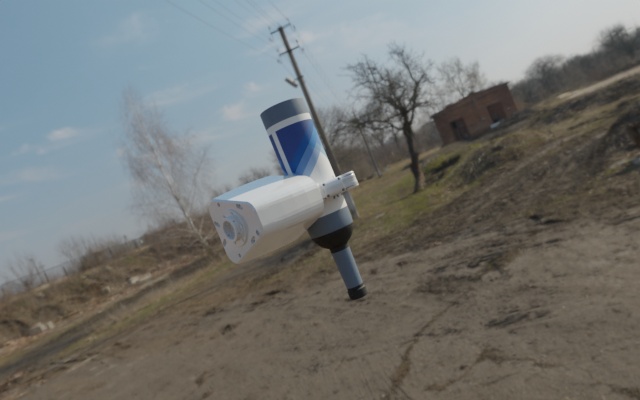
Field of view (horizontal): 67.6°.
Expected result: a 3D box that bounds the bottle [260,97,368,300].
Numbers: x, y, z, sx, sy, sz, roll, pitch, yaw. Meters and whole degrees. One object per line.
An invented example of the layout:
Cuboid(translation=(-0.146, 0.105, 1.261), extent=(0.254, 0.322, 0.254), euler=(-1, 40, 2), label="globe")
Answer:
Cuboid(translation=(0.000, 0.002, 0.685), extent=(0.069, 0.296, 0.069), euler=(-22, 1, 1), label="bottle")
